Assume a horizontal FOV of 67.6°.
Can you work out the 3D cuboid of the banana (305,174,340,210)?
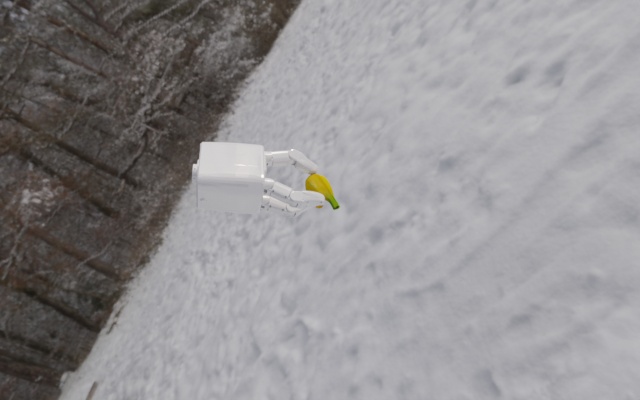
[{"bbox_3d":[-0.005,-0.015,0.873,0.037,0.069,0.198,-18,3,-6],"label":"banana"}]
